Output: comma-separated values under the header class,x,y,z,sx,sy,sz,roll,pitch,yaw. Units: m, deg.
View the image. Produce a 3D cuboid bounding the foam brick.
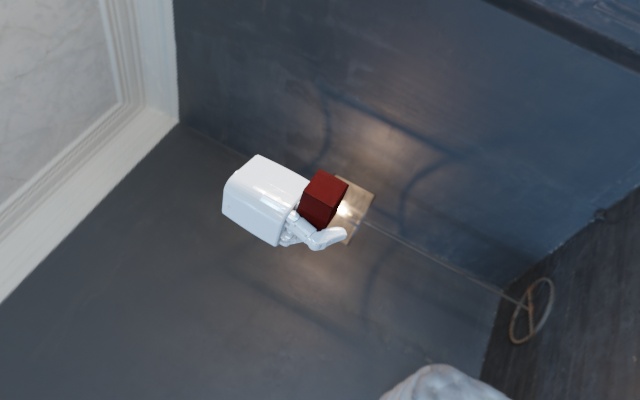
class,x,y,z,sx,sy,sz,roll,pitch,yaw
foam brick,0.000,0.002,0.709,0.051,0.053,0.078,31,-36,7
